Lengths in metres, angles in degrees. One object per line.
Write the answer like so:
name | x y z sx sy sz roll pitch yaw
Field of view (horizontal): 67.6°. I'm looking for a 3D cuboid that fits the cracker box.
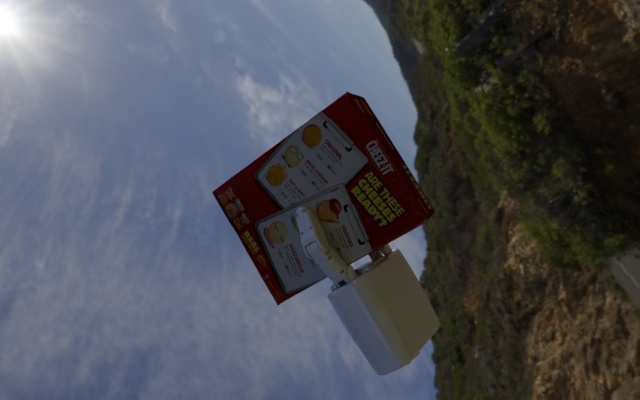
cracker box | 0.000 0.002 0.569 0.214 0.164 0.072 -33 -5 22
